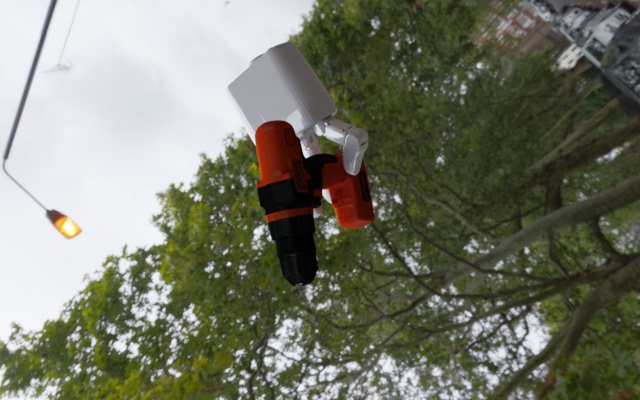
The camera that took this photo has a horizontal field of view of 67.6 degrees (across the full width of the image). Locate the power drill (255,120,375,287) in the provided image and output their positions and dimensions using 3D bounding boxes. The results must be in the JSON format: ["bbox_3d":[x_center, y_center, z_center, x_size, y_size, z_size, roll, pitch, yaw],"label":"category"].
[{"bbox_3d":[0.000,0.002,0.580,0.057,0.184,0.187,-13,-6,30],"label":"power drill"}]
